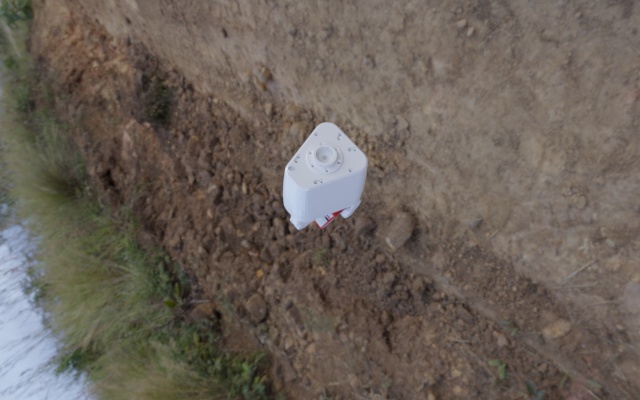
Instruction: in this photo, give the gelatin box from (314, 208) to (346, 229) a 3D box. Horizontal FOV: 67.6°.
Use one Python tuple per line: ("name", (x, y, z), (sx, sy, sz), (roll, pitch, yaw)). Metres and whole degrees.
("gelatin box", (0.000, 0.003, 0.811), (0.030, 0.073, 0.089), (-37, -4, -23))
